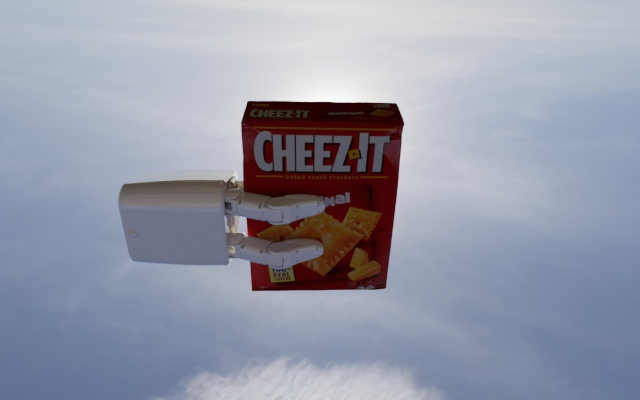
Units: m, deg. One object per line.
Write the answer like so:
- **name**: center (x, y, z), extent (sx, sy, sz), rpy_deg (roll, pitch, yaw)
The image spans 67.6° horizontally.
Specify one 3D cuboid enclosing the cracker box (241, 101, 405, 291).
- **cracker box**: center (0.000, 0.002, 0.537), extent (0.164, 0.214, 0.072), rpy_deg (0, 30, -2)
